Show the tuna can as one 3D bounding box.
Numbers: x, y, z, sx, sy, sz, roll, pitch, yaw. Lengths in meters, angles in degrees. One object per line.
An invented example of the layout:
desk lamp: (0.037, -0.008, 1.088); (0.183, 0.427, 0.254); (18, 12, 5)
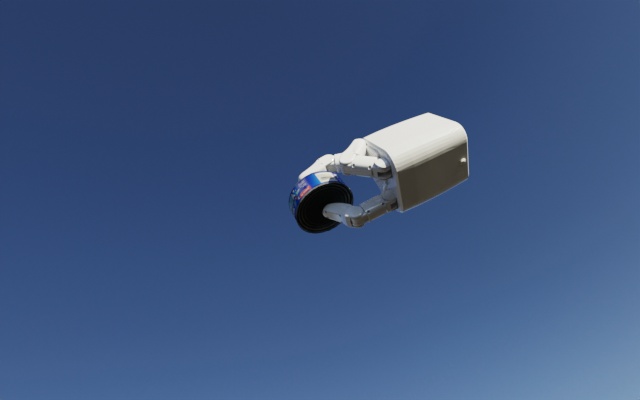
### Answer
tuna can: (0.000, 0.002, 0.659); (0.086, 0.086, 0.033); (0, 35, -30)
